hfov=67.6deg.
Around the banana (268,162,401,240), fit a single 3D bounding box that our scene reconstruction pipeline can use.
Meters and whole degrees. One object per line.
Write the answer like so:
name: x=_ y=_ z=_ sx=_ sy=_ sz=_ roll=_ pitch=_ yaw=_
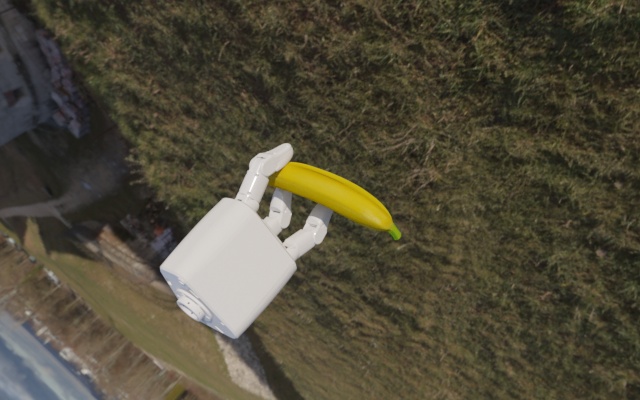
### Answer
banana: x=0.003 y=-0.007 z=0.560 sx=0.198 sy=0.037 sz=0.070 roll=27 pitch=-30 yaw=17
